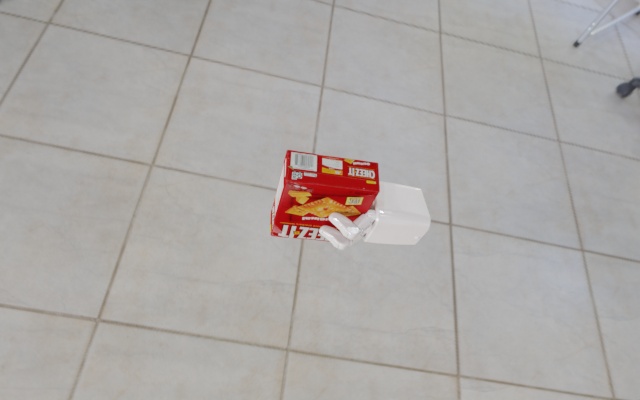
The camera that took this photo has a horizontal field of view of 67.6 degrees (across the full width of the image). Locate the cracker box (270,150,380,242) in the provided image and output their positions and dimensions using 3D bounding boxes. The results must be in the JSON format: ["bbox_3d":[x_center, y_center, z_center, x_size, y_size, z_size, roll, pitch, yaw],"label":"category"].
[{"bbox_3d":[0.000,0.003,0.889,0.164,0.072,0.214,7,-31,-10],"label":"cracker box"}]
